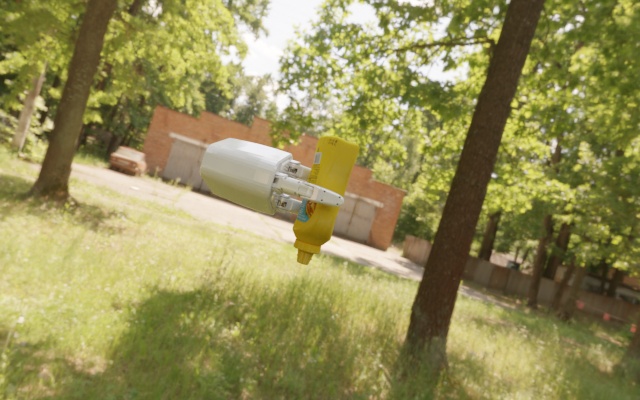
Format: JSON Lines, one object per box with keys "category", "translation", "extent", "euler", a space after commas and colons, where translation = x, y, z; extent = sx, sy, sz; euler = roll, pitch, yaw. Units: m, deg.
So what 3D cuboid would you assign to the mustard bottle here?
{"category": "mustard bottle", "translation": [0.001, 0.002, 0.712], "extent": [0.058, 0.191, 0.096], "euler": [17, 0, -19]}
